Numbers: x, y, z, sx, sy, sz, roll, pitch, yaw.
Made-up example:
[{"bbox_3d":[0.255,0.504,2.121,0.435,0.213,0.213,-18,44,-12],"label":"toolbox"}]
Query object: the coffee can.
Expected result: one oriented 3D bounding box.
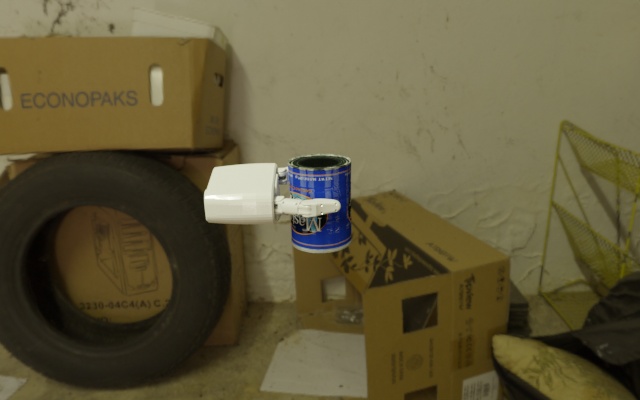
[{"bbox_3d":[0.000,0.003,0.784,0.103,0.140,0.102,-2,18,1],"label":"coffee can"}]
